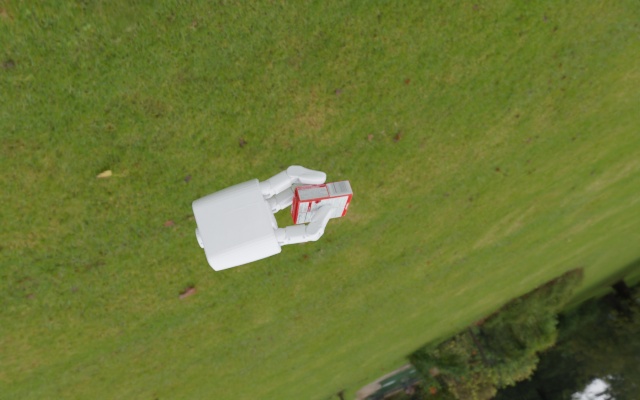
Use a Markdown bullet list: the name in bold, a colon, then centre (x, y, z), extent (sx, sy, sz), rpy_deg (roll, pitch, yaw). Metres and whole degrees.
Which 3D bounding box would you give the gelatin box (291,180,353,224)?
- **gelatin box**: centre (0.001, 0.003, 0.752), extent (0.089, 0.030, 0.073), rpy_deg (-8, -28, -13)
